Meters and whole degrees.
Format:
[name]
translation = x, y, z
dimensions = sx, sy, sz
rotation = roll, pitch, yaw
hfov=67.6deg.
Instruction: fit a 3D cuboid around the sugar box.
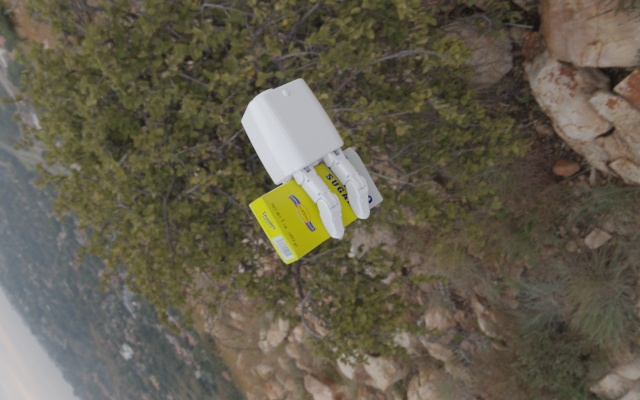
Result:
[sugar box]
translation = 0.000, 0.002, 0.652
dimensions = 0.176, 0.093, 0.048
rotation = -33, 4, -34
